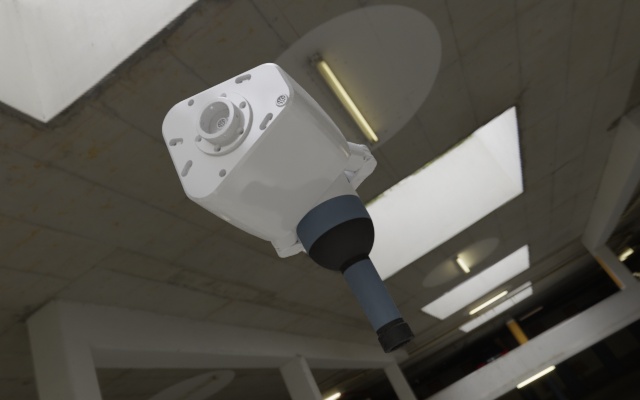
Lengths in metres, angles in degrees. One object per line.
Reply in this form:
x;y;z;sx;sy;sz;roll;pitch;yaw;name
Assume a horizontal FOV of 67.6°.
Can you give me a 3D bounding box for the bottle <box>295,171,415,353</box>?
0.000;0.001;0.448;0.069;0.295;0.069;-22;-28;-13;bottle
